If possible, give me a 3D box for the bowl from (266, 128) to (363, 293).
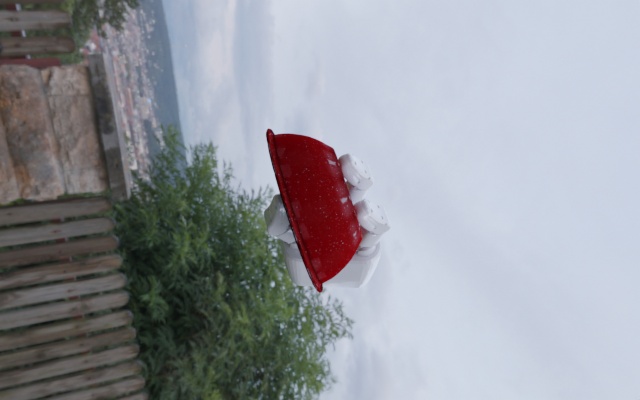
[{"bbox_3d":[0.000,0.001,0.451,0.055,0.162,0.162,-18,-1,2],"label":"bowl"}]
